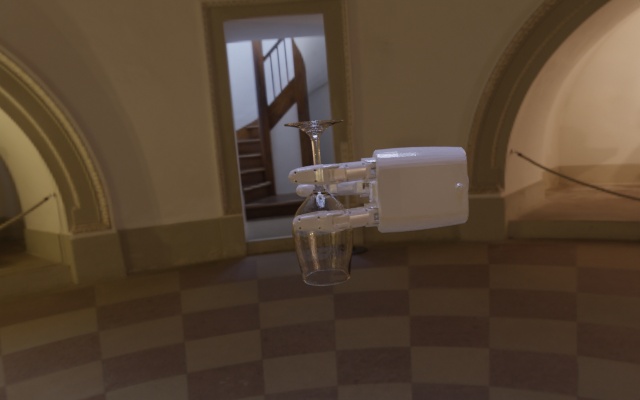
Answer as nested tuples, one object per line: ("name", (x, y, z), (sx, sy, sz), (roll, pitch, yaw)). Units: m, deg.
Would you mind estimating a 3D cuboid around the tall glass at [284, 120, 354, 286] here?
("tall glass", (0.000, 0.001, 0.602), (0.079, 0.201, 0.079), (-4, 8, 1))
